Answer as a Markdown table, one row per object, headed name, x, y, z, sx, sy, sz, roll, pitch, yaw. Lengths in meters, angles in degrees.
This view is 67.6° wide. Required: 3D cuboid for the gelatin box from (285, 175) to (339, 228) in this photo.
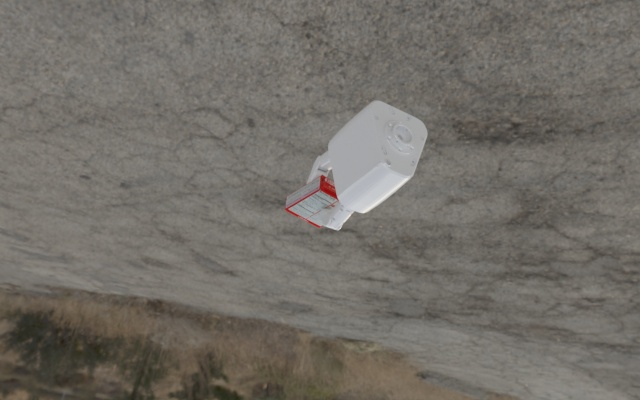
| name | x | y | z | sx | sy | sz | roll | pitch | yaw |
| --- | --- | --- | --- | --- | --- | --- | --- | --- | --- |
| gelatin box | 0.000 | 0.003 | 0.742 | 0.073 | 0.030 | 0.089 | 29 | -41 | -31 |
